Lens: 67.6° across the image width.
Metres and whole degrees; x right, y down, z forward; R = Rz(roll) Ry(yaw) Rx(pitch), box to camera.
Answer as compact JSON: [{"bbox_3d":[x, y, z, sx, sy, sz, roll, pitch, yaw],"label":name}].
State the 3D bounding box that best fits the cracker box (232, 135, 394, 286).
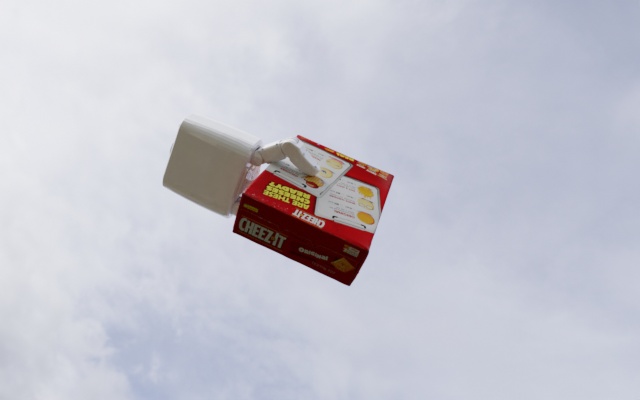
[{"bbox_3d":[0.000,0.002,0.653,0.164,0.072,0.213,24,32,4],"label":"cracker box"}]
